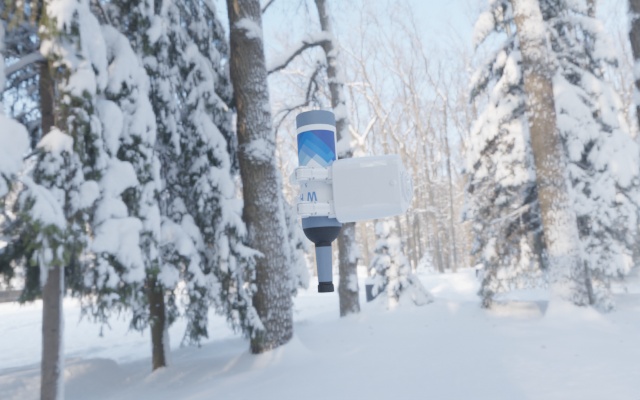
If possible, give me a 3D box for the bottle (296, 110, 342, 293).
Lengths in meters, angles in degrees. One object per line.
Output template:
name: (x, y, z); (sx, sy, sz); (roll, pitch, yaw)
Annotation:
bottle: (0.000, 0.002, 0.788); (0.069, 0.295, 0.069); (-3, -8, 0)
